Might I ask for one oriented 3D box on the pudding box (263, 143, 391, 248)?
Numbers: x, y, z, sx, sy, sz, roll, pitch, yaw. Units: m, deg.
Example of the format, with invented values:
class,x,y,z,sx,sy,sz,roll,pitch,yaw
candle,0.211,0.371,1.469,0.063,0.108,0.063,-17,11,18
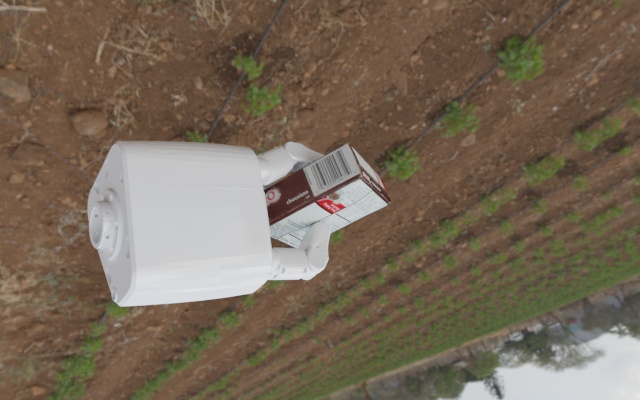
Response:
class,x,y,z,sx,sy,sz,roll,pitch,yaw
pudding box,0.000,0.002,0.453,0.113,0.039,0.090,-27,-24,15
